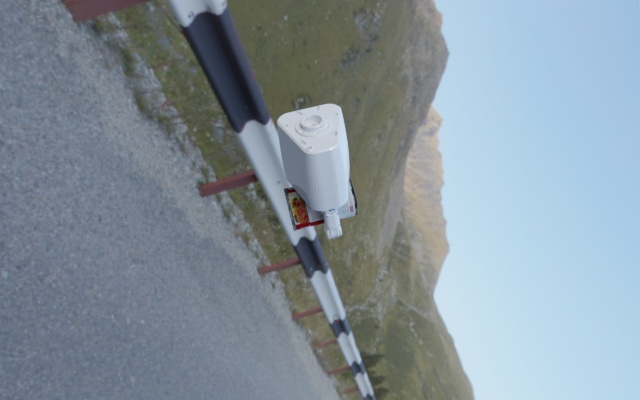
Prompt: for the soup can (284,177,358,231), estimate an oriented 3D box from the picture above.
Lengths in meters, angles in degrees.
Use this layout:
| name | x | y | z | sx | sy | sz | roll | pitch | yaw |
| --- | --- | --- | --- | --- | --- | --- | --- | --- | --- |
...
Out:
| name | x | y | z | sx | sy | sz | roll | pitch | yaw |
| --- | --- | --- | --- | --- | --- | --- | --- | --- | --- |
| soup can | 0.000 | 0.003 | 0.740 | 0.102 | 0.068 | 0.068 | -14 | 1 | -5 |
